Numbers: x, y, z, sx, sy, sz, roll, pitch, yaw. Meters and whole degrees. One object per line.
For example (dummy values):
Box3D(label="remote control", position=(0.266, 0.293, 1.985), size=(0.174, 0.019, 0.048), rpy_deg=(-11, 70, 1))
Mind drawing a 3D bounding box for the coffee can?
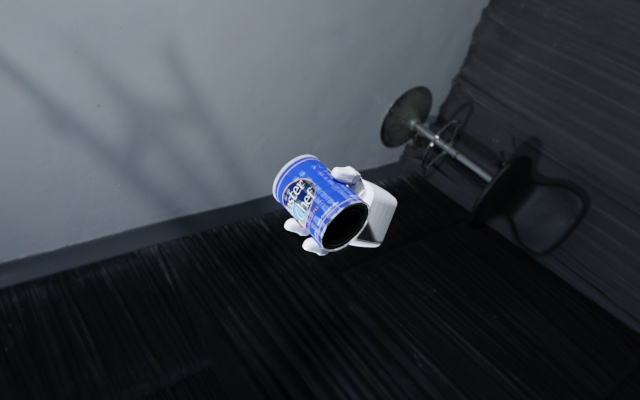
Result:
Box3D(label="coffee can", position=(0.000, 0.002, 0.806), size=(0.103, 0.103, 0.140), rpy_deg=(0, 36, -48))
